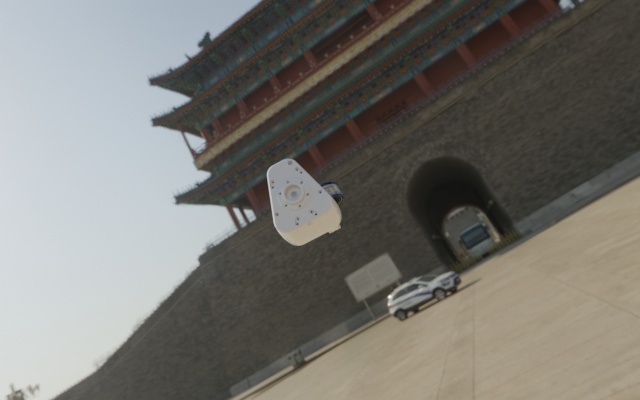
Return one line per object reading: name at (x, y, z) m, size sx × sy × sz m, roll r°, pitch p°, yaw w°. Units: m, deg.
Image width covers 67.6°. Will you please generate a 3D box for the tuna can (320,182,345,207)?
tuna can at (0.000, 0.002, 0.877) m, size 0.086 × 0.033 × 0.086 m, roll -27°, pitch -19°, yaw -10°
